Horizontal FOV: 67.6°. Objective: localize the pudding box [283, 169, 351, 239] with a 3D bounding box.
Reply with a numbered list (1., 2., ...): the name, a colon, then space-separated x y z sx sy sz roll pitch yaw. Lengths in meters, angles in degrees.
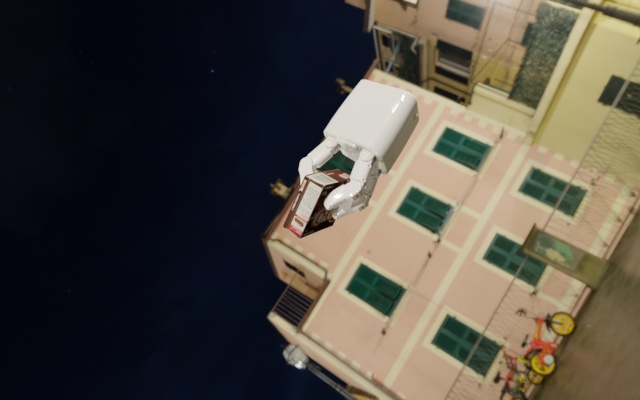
1. pudding box: 0.000 0.002 0.721 0.039 0.090 0.113 32 21 22
